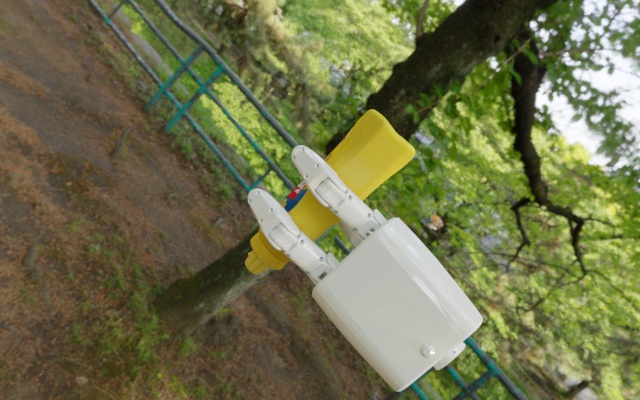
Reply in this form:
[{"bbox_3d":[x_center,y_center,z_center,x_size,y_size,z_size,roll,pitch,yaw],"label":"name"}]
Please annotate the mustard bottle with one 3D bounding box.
[{"bbox_3d":[0.000,0.001,0.448,0.058,0.191,0.096,44,11,-8],"label":"mustard bottle"}]
